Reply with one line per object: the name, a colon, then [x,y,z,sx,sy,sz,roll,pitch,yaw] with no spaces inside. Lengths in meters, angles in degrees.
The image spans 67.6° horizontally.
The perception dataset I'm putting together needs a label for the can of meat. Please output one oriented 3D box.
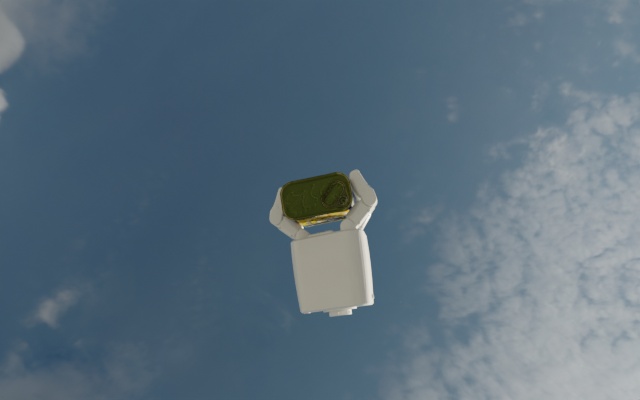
can of meat: [0.000,0.002,0.710,0.102,0.057,0.084,-12,-14,7]
